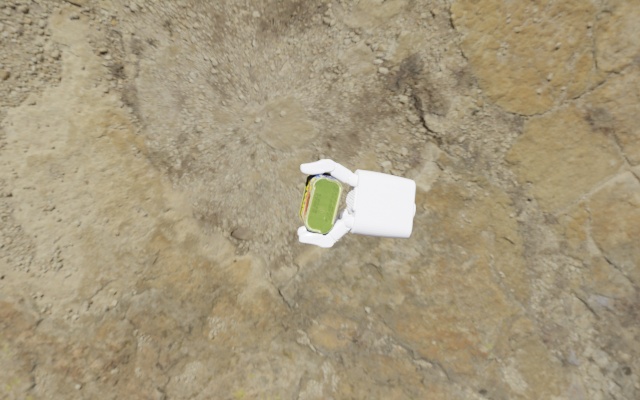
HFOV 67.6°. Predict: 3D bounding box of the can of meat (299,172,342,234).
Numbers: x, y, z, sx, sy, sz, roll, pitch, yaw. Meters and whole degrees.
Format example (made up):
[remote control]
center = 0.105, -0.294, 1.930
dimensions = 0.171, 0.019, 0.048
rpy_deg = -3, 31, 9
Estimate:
[can of meat]
center = 0.000, 0.003, 0.848
dimensions = 0.057, 0.102, 0.084
rpy_deg = 12, 8, -9
